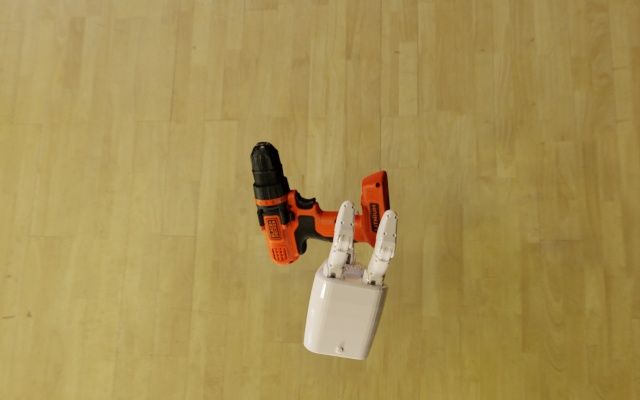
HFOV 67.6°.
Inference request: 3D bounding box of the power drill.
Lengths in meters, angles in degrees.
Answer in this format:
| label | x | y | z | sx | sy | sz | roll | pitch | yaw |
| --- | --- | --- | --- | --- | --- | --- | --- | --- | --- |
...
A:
| label | x | y | z | sx | sy | sz | roll | pitch | yaw |
| --- | --- | --- | --- | --- | --- | --- | --- | --- | --- |
| power drill | 0.001 | 0.002 | 0.661 | 0.187 | 0.184 | 0.057 | -3 | 24 | 17 |
